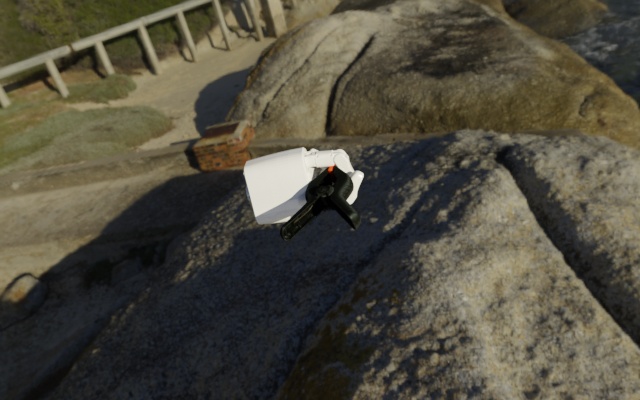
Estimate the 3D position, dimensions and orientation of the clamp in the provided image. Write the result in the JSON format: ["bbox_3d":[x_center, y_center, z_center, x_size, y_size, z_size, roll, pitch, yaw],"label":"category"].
[{"bbox_3d":[0.000,0.002,0.733,0.120,0.039,0.171,-11,29,9],"label":"clamp"}]
